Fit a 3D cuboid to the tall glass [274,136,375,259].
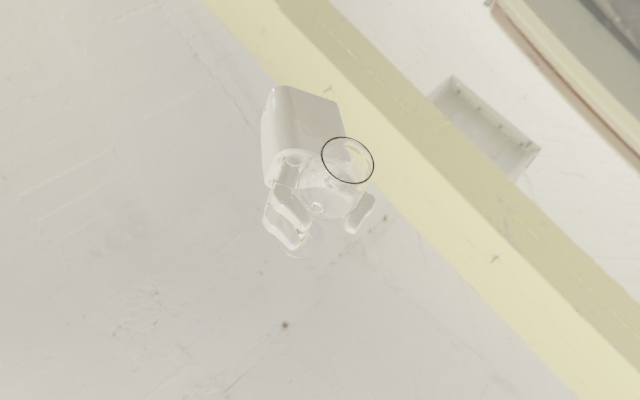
[{"bbox_3d":[0.000,0.002,0.599,0.079,0.079,0.201,0,-28,-20],"label":"tall glass"}]
